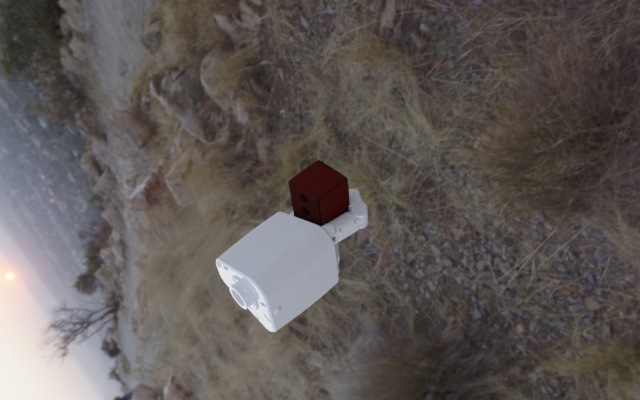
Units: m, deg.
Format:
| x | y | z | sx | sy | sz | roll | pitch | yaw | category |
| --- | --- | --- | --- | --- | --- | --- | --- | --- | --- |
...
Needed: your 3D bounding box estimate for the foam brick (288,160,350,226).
| x | y | z | sx | sy | sz | roll | pitch | yaw | category |
| --- | --- | --- | --- | --- | --- | --- | --- | --- | --- |
| 0.000 | 0.002 | 0.589 | 0.051 | 0.078 | 0.053 | -35 | 49 | -28 | foam brick |
